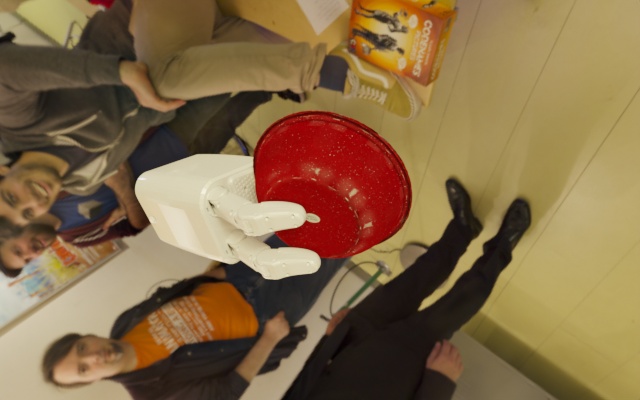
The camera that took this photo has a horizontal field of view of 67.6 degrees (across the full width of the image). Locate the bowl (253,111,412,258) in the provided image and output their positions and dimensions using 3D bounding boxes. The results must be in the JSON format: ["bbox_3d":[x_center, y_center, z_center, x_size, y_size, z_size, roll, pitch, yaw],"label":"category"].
[{"bbox_3d":[0.001,0.001,0.441,0.162,0.162,0.055,0,37,24],"label":"bowl"}]
